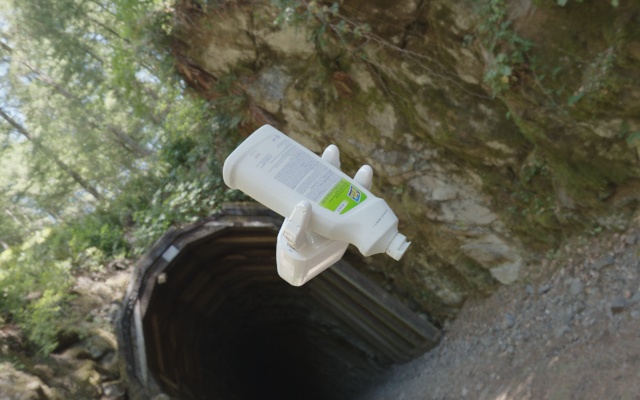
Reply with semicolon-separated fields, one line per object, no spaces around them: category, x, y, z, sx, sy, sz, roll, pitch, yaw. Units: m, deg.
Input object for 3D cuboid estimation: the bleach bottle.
bleach bottle;0.000;0.002;0.627;0.251;0.102;0.068;34;-29;13
